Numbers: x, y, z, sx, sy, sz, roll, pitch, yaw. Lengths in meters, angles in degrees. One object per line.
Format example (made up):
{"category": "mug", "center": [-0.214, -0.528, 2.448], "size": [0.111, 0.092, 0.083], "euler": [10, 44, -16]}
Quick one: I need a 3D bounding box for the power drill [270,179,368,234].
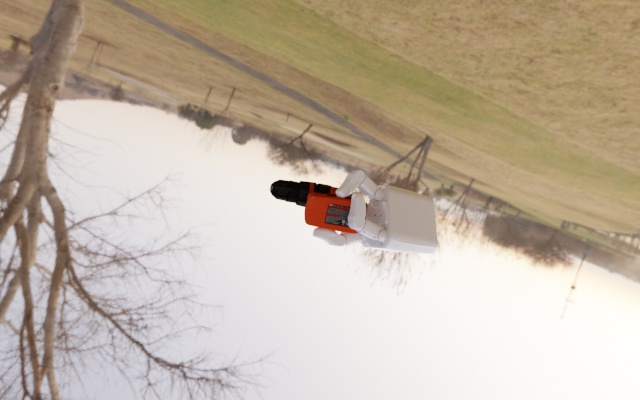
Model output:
{"category": "power drill", "center": [0.000, 0.003, 0.873], "size": [0.184, 0.057, 0.187], "euler": [9, 11, -8]}
